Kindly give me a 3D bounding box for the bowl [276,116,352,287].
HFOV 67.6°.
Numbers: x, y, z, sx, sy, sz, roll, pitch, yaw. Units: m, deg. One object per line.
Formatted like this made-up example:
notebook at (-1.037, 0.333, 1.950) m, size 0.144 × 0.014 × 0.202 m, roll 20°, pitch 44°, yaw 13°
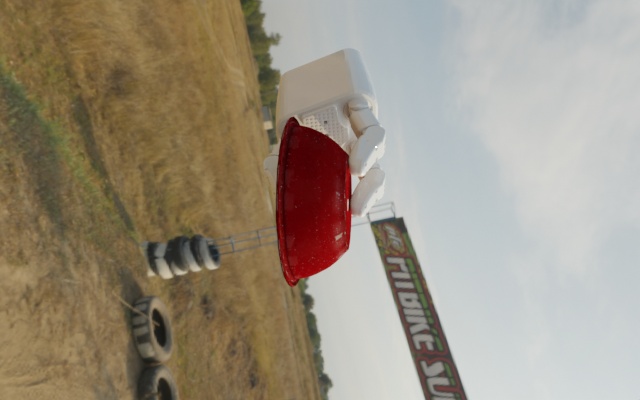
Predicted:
bowl at (0.000, 0.003, 0.455) m, size 0.055 × 0.162 × 0.162 m, roll 1°, pitch 0°, yaw 7°
